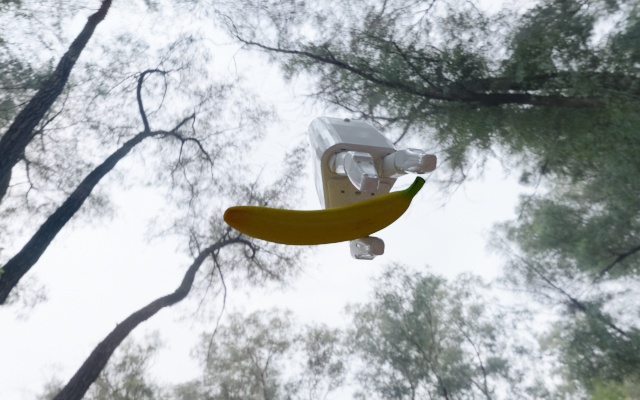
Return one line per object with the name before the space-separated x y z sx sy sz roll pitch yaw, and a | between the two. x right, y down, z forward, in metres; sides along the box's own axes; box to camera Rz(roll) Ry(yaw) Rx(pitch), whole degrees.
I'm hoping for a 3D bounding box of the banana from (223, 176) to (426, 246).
banana | 0.005 0.016 0.482 0.198 0.070 0.037 -11 37 -5
